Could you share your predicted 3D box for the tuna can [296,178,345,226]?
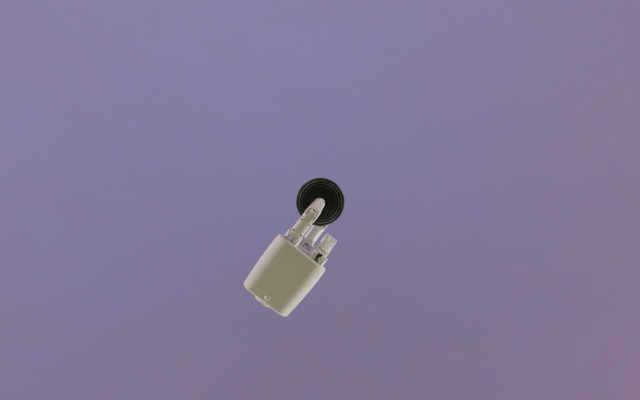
[{"bbox_3d":[0.000,0.003,0.858,0.086,0.086,0.034,0,-1,2],"label":"tuna can"}]
